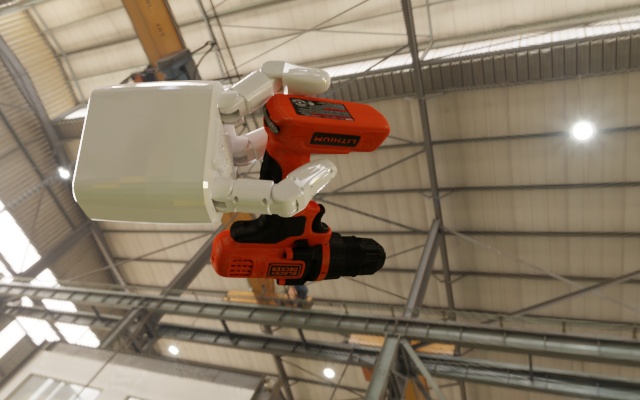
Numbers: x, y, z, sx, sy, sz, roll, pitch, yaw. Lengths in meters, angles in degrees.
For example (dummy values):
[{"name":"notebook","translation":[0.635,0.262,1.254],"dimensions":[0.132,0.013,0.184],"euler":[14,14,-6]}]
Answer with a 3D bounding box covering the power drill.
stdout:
[{"name":"power drill","translation":[0.000,0.001,0.450],"dimensions":[0.184,0.188,0.057],"euler":[2,33,-23]}]
